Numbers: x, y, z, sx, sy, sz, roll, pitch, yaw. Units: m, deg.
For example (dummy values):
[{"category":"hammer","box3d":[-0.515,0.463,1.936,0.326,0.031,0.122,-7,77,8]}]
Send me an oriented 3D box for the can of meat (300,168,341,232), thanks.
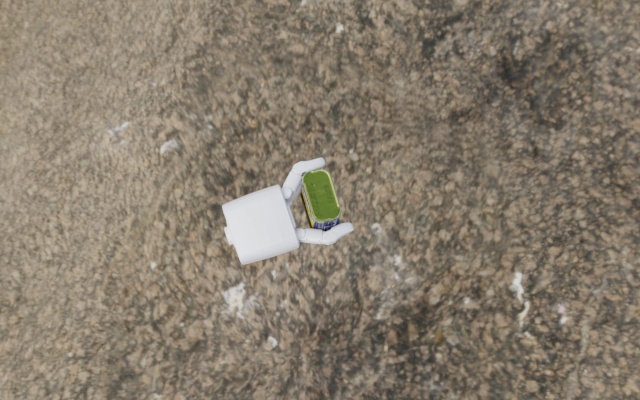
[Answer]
[{"category":"can of meat","box3d":[0.000,0.003,0.851,0.057,0.102,0.084,-15,-17,-6]}]
